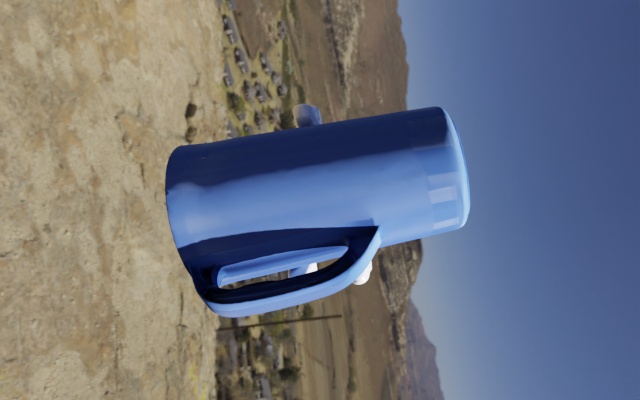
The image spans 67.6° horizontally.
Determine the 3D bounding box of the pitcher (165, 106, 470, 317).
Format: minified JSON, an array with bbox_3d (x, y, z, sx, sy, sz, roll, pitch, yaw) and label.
[{"bbox_3d":[0.000,0.001,0.419,0.243,0.149,0.145,-11,1,7],"label":"pitcher"}]
